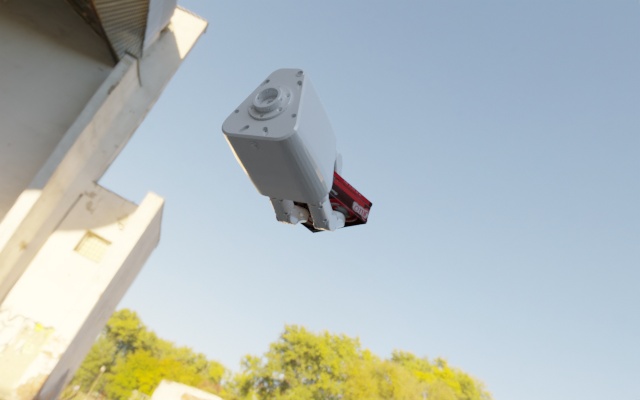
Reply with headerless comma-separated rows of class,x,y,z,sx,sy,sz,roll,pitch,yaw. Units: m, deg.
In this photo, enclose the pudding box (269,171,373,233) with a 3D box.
pudding box,0.000,0.002,0.649,0.090,0.039,0.113,39,-30,-28
